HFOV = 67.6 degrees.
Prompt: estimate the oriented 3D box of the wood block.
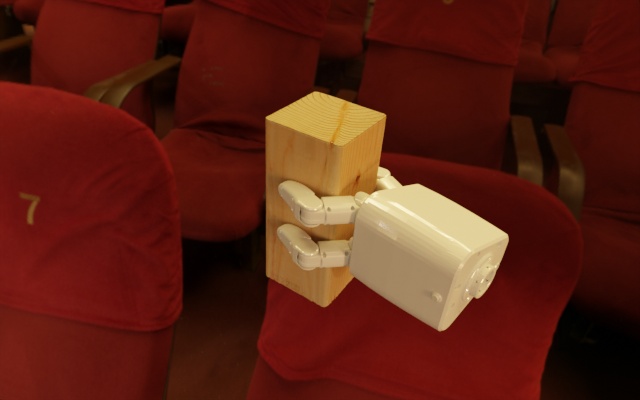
[{"bbox_3d":[0.001,0.002,0.524,0.090,0.206,0.090,24,39,25],"label":"wood block"}]
